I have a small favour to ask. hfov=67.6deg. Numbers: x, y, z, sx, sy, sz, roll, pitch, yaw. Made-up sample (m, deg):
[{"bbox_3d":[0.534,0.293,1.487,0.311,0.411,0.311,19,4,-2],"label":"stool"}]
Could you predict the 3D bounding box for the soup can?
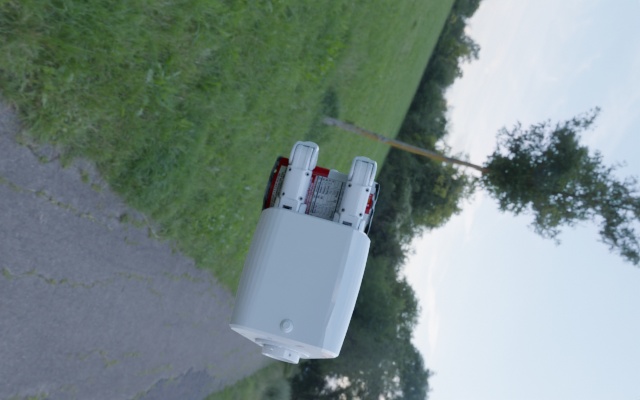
[{"bbox_3d":[0.000,0.001,0.469,0.102,0.068,0.068,15,1,2],"label":"soup can"}]
